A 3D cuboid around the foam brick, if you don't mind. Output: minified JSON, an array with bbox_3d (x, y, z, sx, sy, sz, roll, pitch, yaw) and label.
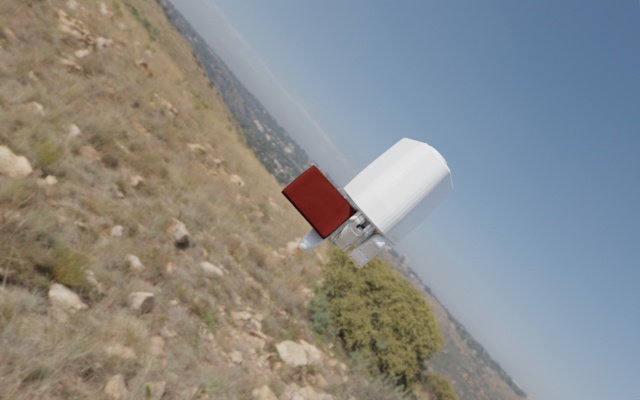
[{"bbox_3d":[0.000,0.002,0.585,0.051,0.078,0.053,-43,-5,5],"label":"foam brick"}]
